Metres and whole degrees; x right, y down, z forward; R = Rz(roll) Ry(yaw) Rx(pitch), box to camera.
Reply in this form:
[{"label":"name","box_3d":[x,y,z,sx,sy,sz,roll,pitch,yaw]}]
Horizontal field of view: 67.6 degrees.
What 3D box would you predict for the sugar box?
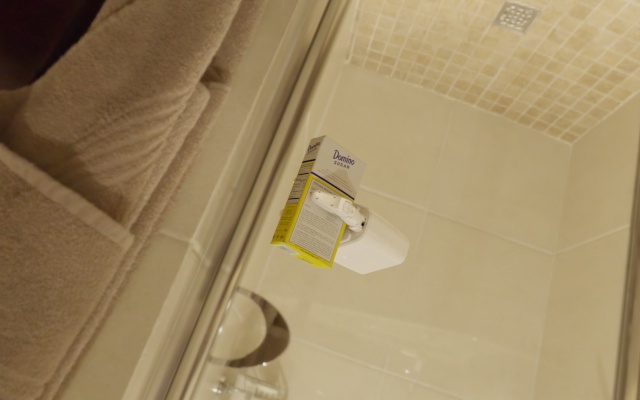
[{"label":"sugar box","box_3d":[0.000,0.003,0.714,0.093,0.176,0.048,32,-23,-31]}]
